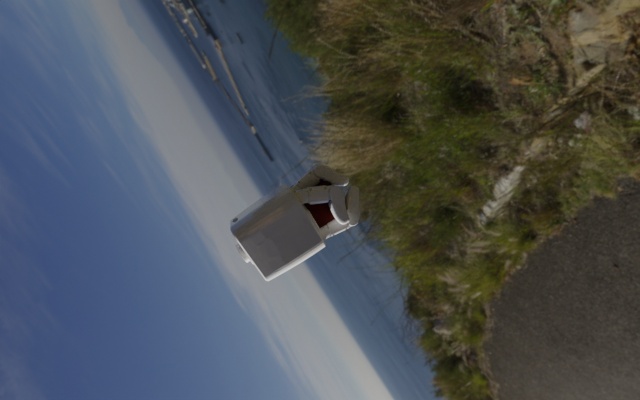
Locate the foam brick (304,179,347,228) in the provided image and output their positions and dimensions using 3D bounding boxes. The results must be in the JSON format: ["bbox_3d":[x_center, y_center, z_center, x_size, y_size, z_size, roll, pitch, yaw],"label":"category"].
[{"bbox_3d":[0.000,0.002,0.751,0.051,0.053,0.078,-33,12,-5],"label":"foam brick"}]
